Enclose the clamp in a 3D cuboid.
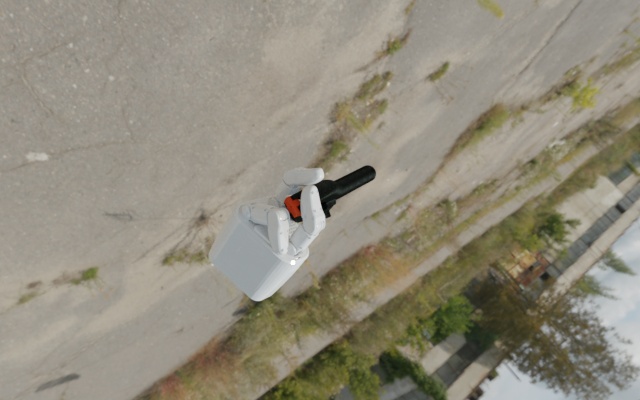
[{"bbox_3d":[0.000,0.003,0.689,0.171,0.039,0.120,-17,-27,-49],"label":"clamp"}]
